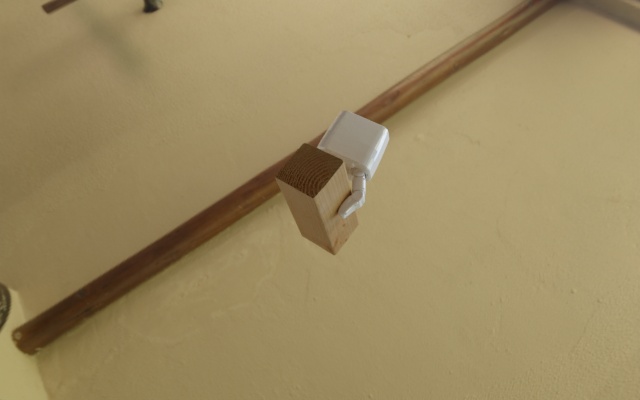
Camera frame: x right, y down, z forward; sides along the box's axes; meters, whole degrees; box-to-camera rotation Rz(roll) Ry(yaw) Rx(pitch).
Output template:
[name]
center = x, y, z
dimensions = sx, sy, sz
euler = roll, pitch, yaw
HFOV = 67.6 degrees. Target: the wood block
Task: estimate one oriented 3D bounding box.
[wood block]
center = 0.001, 0.003, 0.889
dimensions = 0.091, 0.090, 0.206
euler = 28, -23, 28
